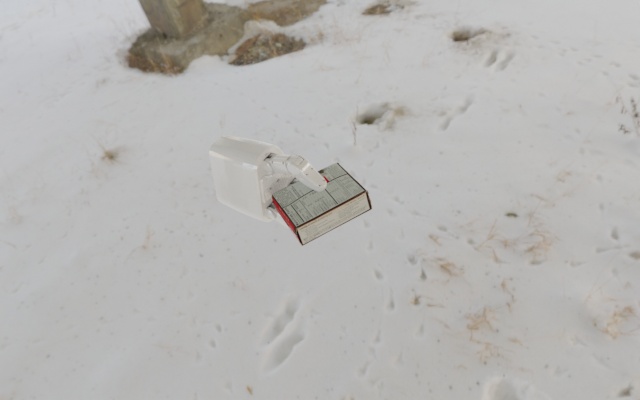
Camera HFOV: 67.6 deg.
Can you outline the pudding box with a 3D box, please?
[{"bbox_3d":[0.000,0.002,0.662,0.113,0.039,0.090,-28,42,-10],"label":"pudding box"}]
